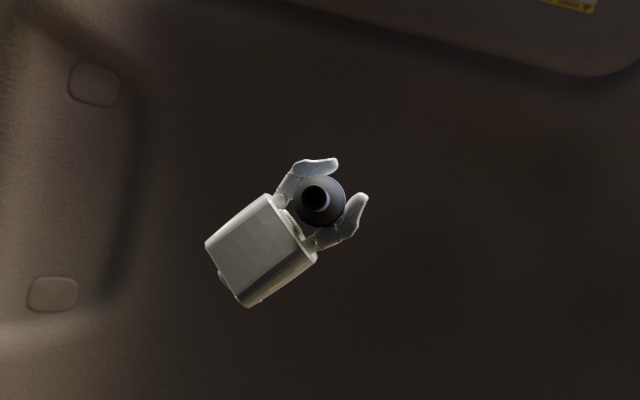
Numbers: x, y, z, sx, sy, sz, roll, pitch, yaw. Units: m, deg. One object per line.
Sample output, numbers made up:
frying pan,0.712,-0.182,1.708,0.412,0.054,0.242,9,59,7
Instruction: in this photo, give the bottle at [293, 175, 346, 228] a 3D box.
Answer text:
bottle,0.000,0.002,0.636,0.069,0.069,0.296,0,-2,3
